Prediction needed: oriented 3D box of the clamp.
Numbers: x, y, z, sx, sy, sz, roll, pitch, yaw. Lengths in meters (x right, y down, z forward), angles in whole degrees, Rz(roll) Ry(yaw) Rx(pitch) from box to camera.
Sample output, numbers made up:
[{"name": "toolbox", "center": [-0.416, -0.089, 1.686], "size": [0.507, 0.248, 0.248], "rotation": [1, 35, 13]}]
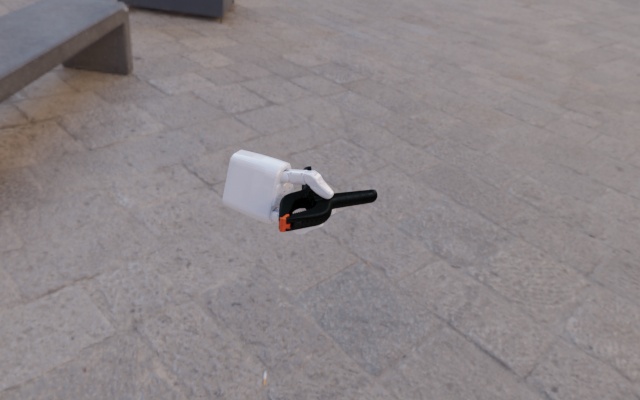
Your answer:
[{"name": "clamp", "center": [0.000, 0.002, 0.867], "size": [0.164, 0.036, 0.210], "rotation": [17, 32, 20]}]
